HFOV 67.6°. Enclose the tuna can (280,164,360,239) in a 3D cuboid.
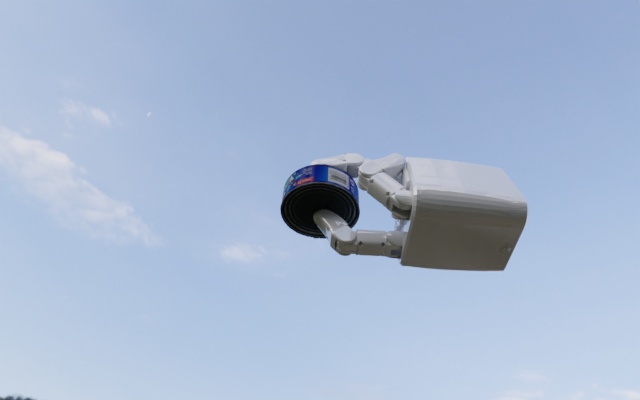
[{"bbox_3d":[0.000,0.001,0.525,0.086,0.086,0.033,1,45,1],"label":"tuna can"}]
